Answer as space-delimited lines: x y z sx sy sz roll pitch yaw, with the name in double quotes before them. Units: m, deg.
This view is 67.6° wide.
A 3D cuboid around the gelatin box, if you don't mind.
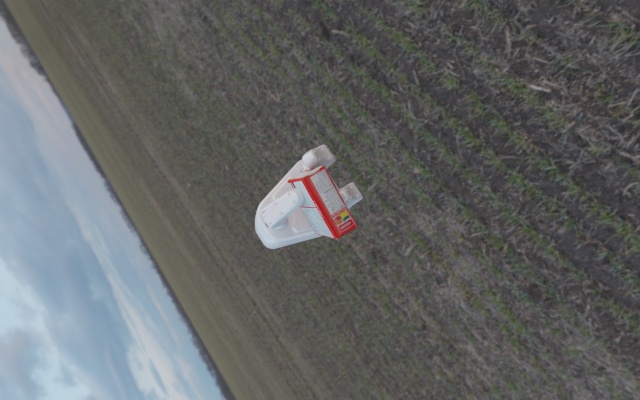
"gelatin box" 0.000 0.002 0.521 0.030 0.073 0.089 -30 7 -12
